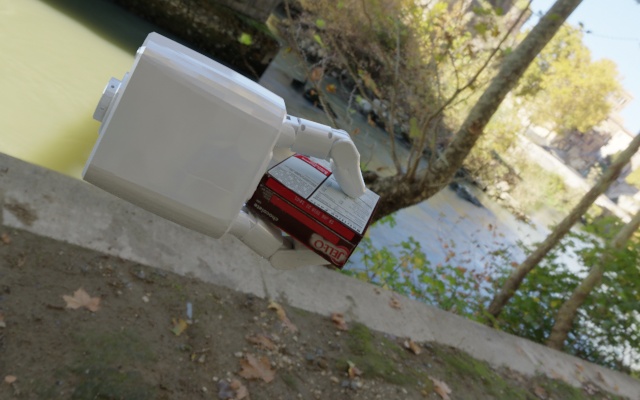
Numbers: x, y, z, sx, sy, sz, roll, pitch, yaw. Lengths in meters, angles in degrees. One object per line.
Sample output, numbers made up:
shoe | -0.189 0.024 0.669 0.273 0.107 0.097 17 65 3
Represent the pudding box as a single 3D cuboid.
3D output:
pudding box | 0.000 0.001 0.406 0.090 0.039 0.113 35 23 3
